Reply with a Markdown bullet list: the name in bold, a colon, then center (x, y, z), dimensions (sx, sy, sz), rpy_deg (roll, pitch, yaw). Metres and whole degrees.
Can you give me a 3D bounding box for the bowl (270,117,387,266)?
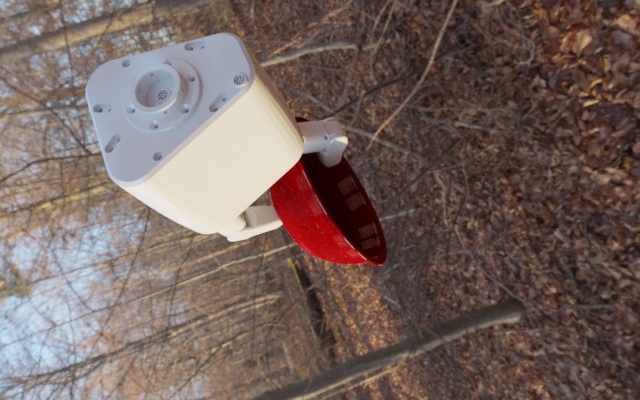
- **bowl**: center (0.000, 0.002, 0.465), dimensions (0.055, 0.162, 0.162), rpy_deg (-31, -11, 18)
